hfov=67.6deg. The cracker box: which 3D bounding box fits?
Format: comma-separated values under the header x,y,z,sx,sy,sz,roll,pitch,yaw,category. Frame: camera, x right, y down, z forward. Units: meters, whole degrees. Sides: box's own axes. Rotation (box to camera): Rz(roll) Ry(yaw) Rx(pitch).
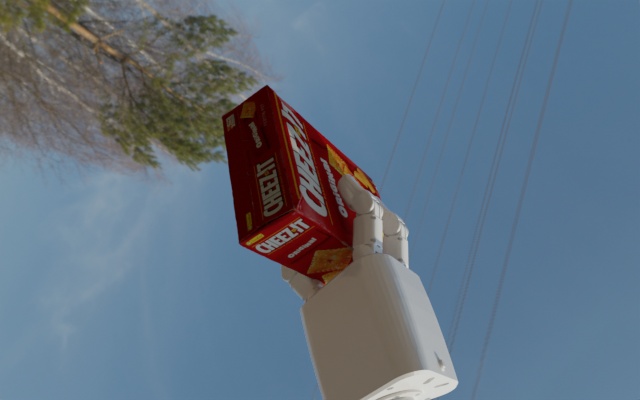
x,y,z,sx,sy,sz,roll,pitch,yaw,category
0.000,0.002,0.510,0.072,0.164,0.214,-32,-40,20,cracker box
